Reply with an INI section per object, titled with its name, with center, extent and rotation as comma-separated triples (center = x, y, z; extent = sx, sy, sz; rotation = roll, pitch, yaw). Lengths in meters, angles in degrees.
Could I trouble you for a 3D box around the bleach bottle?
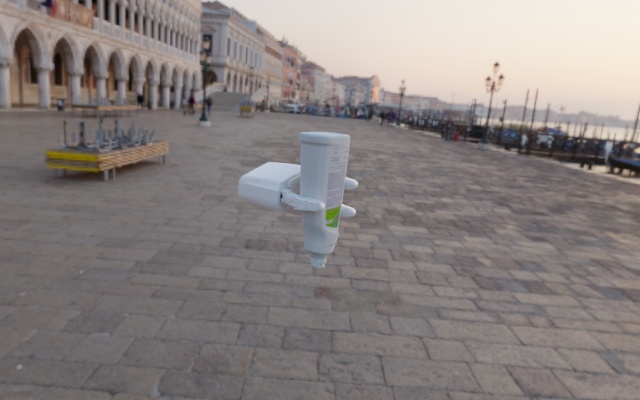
[bleach bottle]
center = 0.000, 0.003, 0.876
extent = 0.068, 0.251, 0.102
rotation = 13, 14, 33
